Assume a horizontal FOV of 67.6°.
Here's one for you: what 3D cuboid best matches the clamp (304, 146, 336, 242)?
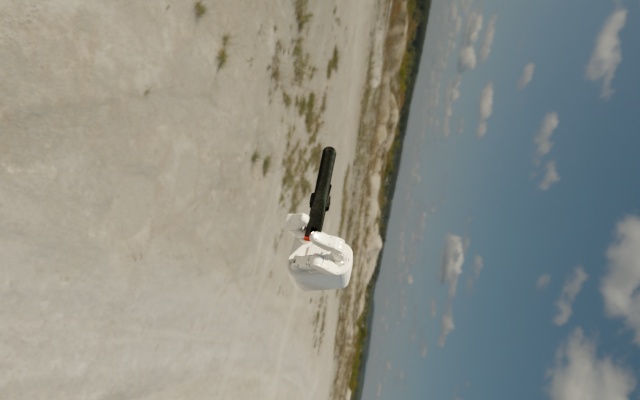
[{"bbox_3d":[0.001,0.003,0.848,0.039,0.171,0.120,10,-25,9],"label":"clamp"}]
